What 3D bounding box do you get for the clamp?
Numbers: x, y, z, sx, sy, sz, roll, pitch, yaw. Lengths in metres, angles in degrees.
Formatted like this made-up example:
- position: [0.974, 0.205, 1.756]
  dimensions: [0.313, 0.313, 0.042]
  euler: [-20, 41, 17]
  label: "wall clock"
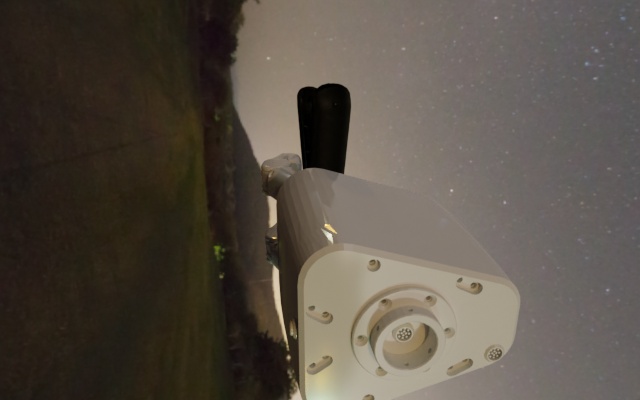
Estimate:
- position: [0.001, 0.002, 0.401]
  dimensions: [0.036, 0.210, 0.164]
  euler: [-3, 20, -5]
  label: "clamp"
